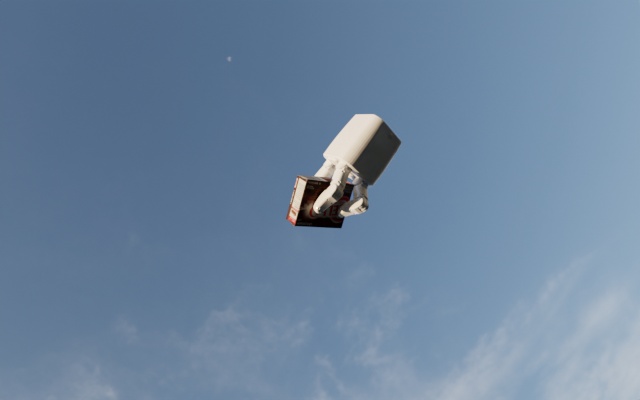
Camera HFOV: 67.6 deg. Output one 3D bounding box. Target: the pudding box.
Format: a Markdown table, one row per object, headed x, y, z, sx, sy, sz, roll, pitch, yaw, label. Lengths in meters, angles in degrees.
| x | y | z | sx | sy | sz | roll | pitch | yaw | label |
| --- | --- | --- | --- | --- | --- | --- | --- | --- | --- |
| 0.000 | 0.003 | 0.879 | 0.113 | 0.090 | 0.039 | 5 | 17 | -35 | pudding box |
